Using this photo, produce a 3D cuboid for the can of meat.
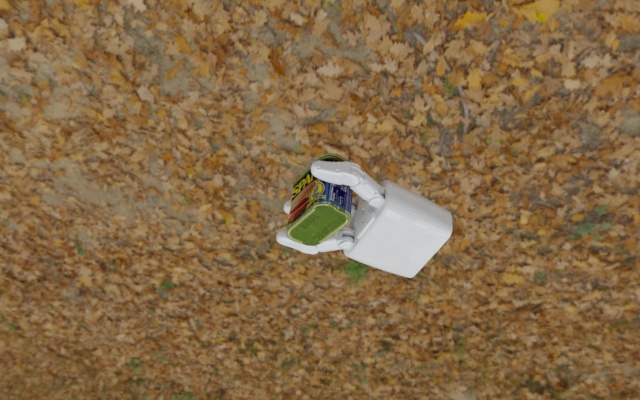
[{"bbox_3d":[0.000,0.002,0.624,0.057,0.084,0.102,26,-42,-22],"label":"can of meat"}]
